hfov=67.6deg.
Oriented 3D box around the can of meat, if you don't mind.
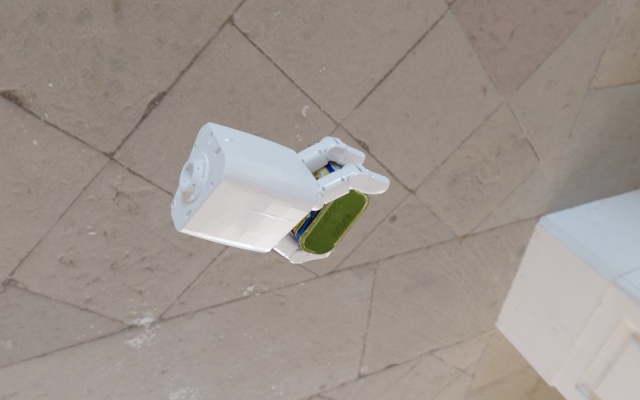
[{"bbox_3d":[0.000,0.002,0.565,0.057,0.102,0.084,22,21,-39],"label":"can of meat"}]
